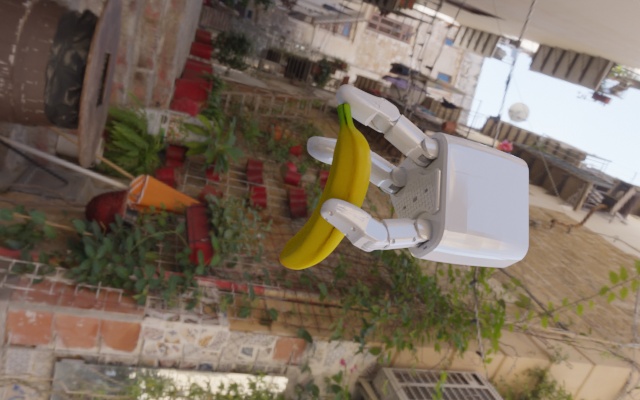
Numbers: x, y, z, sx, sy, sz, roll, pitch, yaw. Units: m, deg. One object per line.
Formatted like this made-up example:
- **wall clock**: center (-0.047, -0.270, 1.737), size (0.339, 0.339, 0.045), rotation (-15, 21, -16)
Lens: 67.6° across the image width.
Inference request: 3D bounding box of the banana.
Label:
- **banana**: center (0.005, 0.010, 0.458), size (0.037, 0.198, 0.069), rotation (9, 35, -23)
